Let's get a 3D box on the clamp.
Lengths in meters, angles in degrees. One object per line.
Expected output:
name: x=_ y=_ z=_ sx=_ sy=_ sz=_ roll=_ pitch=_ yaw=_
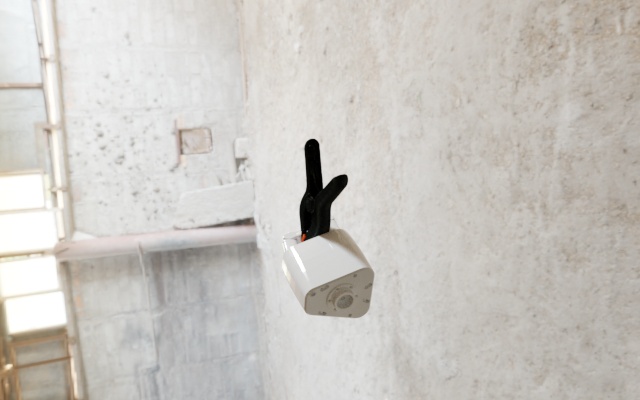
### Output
clamp: x=-0.001 y=0.003 z=0.737 sx=0.039 sy=0.171 sz=0.120 roll=-6 pitch=28 yaw=-19
